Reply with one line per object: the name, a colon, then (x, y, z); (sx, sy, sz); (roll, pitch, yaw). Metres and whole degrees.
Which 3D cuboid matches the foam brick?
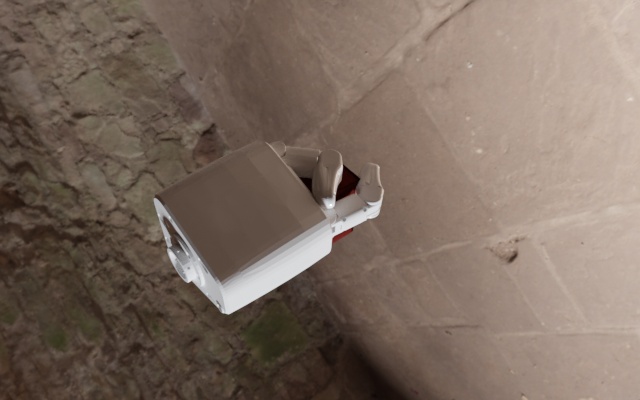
foam brick: (0.000, 0.002, 0.469); (0.051, 0.078, 0.053); (-29, 54, -27)
